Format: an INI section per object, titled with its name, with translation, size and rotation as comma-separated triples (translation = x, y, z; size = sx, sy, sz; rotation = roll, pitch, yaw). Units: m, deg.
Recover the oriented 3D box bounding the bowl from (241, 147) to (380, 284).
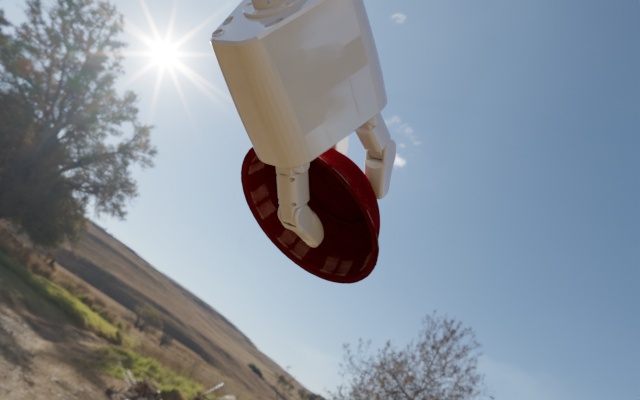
[bowl]
translation = 0.000, 0.002, 0.462
size = 0.162, 0.162, 0.055
rotation = 0, 33, 45
